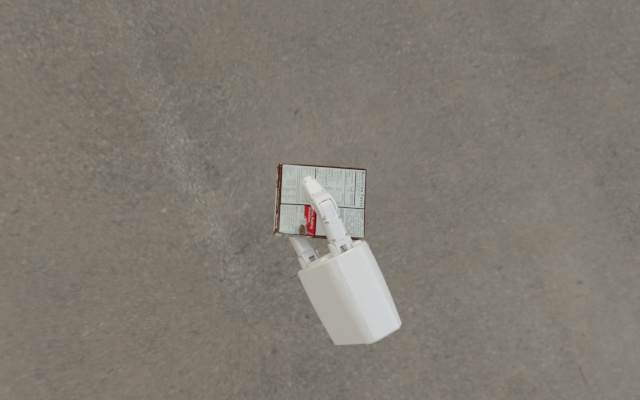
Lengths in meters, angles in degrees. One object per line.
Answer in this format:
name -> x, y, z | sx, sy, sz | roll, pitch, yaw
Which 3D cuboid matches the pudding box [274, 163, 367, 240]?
pudding box -> 0.000, 0.002, 0.597 | 0.113, 0.090, 0.039 | 4, -7, -12
